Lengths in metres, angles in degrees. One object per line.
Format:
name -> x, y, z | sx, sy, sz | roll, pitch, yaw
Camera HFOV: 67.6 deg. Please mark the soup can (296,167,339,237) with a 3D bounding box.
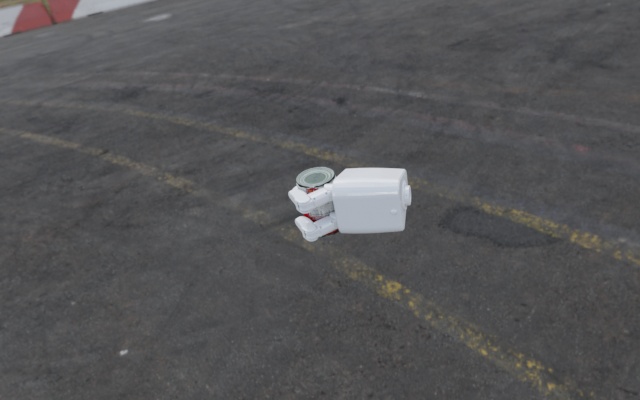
soup can -> 0.000, 0.002, 0.816 | 0.068, 0.102, 0.068 | -8, 31, 5
